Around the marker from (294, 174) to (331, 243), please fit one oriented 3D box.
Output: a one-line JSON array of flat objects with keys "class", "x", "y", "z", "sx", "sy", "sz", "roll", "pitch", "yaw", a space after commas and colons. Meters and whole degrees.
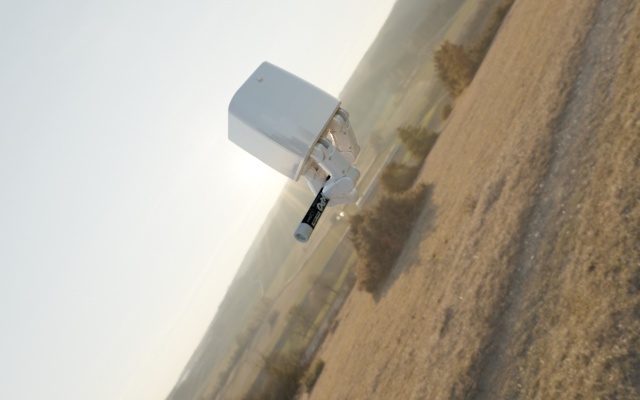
[{"class": "marker", "x": 0.000, "y": 0.002, "z": 0.591, "sx": 0.020, "sy": 0.020, "sz": 0.121, "roll": 0, "pitch": 43, "yaw": 32}]
